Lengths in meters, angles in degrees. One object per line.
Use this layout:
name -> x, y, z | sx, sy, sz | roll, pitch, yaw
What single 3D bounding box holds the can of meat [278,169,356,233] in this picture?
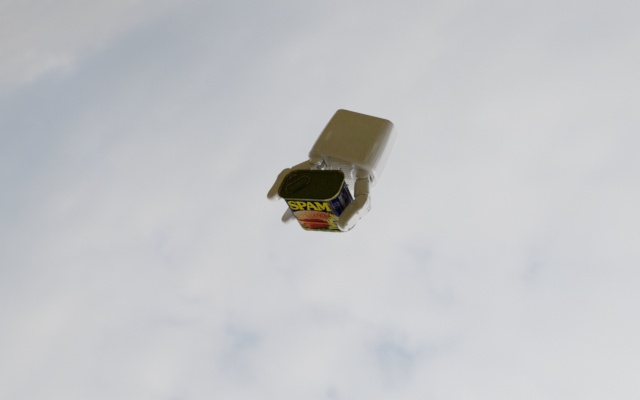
can of meat -> 0.000, 0.003, 0.716 | 0.102, 0.057, 0.084 | 2, -39, 29
